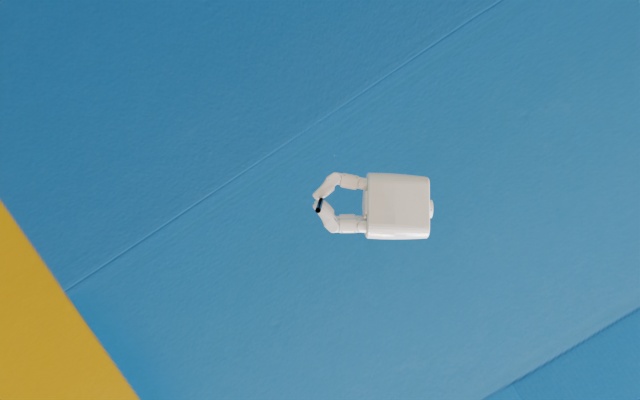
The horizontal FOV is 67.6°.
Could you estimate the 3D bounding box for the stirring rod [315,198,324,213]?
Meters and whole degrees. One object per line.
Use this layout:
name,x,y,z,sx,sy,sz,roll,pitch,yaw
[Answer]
stirring rod,0.000,0.003,0.789,0.011,0.011,0.239,0,5,2
